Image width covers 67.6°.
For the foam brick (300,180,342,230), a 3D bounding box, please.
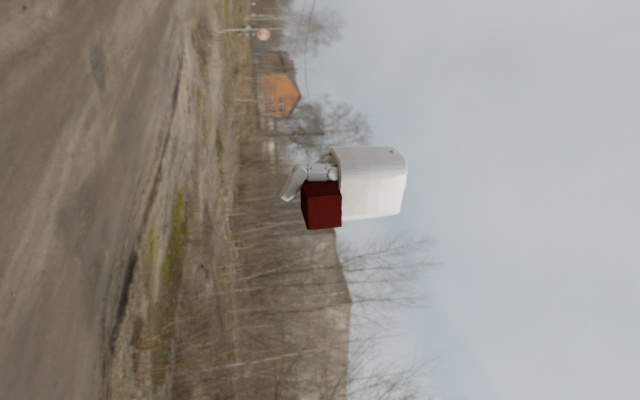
[{"bbox_3d":[0.000,0.003,0.702,0.051,0.053,0.078,-3,24,-8],"label":"foam brick"}]
